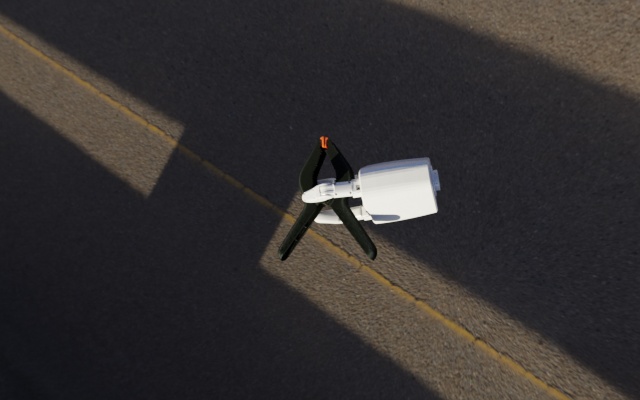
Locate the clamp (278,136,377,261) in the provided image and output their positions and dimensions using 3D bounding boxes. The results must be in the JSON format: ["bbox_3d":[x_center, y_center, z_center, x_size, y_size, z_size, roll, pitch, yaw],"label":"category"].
[{"bbox_3d":[0.000,0.002,0.779,0.164,0.210,0.036,-10,-12,16],"label":"clamp"}]
